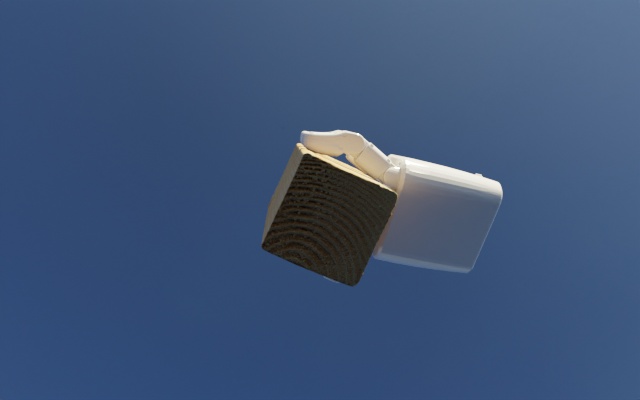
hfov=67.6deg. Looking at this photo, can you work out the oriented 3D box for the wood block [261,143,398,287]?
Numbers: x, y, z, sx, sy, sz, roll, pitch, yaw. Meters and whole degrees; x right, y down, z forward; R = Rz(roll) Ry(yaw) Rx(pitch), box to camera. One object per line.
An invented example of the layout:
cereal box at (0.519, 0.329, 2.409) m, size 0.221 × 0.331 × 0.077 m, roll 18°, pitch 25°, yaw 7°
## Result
wood block at (0.000, 0.002, 0.495) m, size 0.090 × 0.091 × 0.206 m, roll 24°, pitch 6°, yaw -8°
